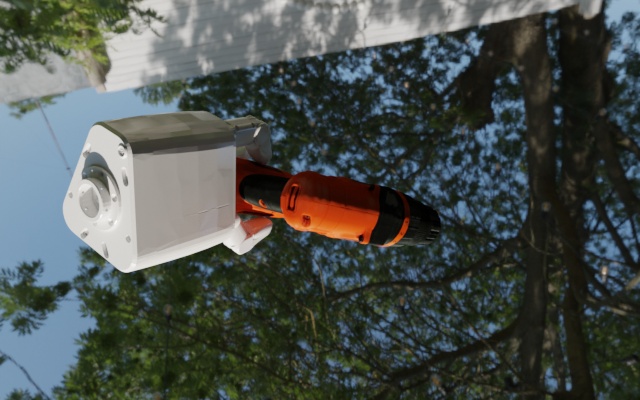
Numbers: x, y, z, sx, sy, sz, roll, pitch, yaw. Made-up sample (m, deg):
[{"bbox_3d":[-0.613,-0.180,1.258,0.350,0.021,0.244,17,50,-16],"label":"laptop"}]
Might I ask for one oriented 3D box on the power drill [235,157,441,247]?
[{"bbox_3d":[0.000,0.001,0.459,0.184,0.057,0.187,15,-3,-44],"label":"power drill"}]
